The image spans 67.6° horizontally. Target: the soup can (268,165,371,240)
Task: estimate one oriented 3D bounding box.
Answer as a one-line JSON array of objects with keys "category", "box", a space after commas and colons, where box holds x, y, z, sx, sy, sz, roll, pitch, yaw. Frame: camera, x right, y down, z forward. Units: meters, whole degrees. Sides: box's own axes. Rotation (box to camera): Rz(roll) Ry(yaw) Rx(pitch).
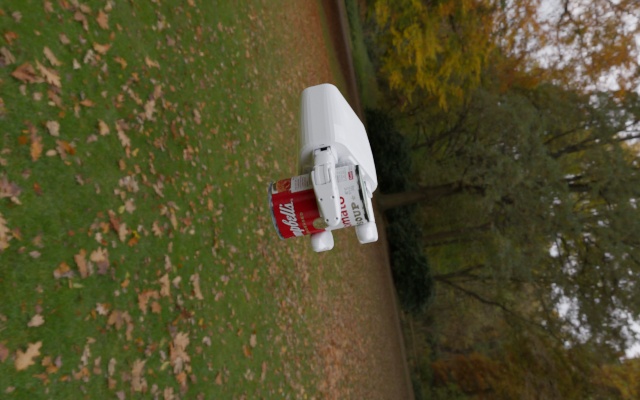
[{"category": "soup can", "box": [0.000, 0.002, 0.537, 0.102, 0.068, 0.068, -11, -2, 8]}]
